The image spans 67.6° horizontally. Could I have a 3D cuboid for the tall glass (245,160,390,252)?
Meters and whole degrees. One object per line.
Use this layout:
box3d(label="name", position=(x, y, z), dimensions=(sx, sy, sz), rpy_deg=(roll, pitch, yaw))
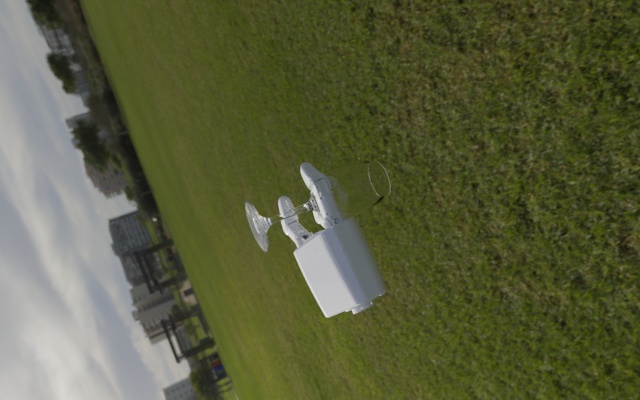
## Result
box3d(label="tall glass", position=(-0.001, 0.002, 0.681), dimensions=(0.201, 0.079, 0.079), rpy_deg=(-21, 7, -19))
